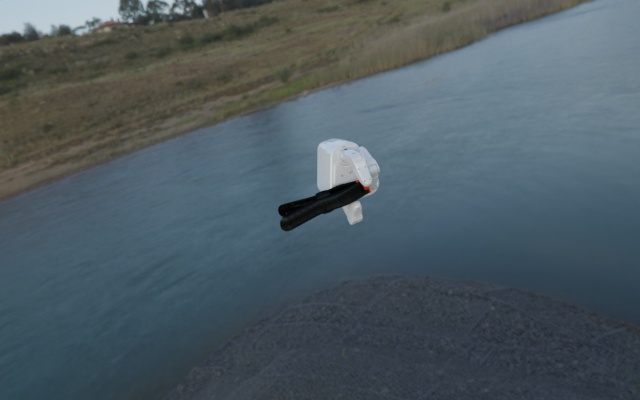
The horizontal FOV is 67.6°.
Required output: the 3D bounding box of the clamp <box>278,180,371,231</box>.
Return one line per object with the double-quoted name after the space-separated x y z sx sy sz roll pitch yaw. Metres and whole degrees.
0.000 0.002 0.834 0.171 0.039 0.120 -21 19 -11 "clamp"
